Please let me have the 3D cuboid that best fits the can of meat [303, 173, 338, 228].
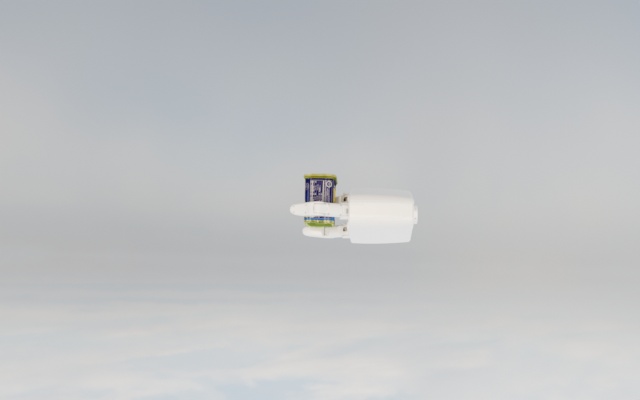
[{"bbox_3d":[0.000,0.003,0.841,0.057,0.084,0.102,1,-7,3],"label":"can of meat"}]
